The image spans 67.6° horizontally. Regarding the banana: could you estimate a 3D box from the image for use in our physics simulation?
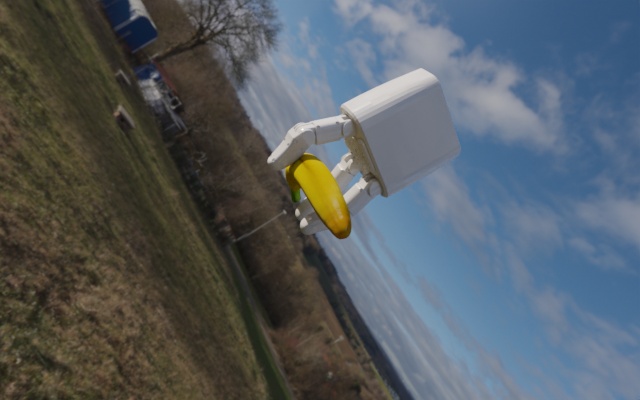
[{"bbox_3d":[-0.007,-0.016,0.520,0.037,0.070,0.197,-23,16,-9],"label":"banana"}]
